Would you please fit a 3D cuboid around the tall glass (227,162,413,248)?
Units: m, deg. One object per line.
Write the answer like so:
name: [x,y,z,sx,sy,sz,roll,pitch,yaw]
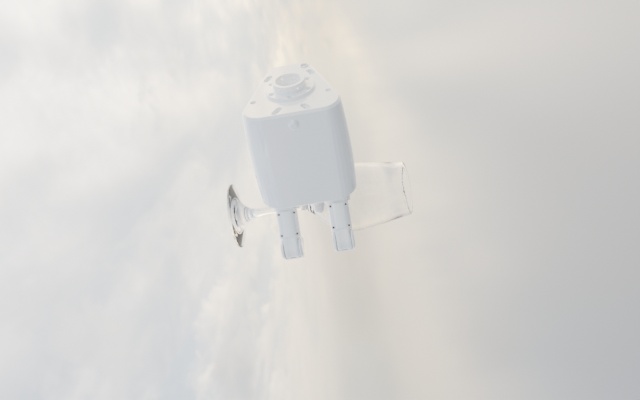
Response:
tall glass: [-0.001,0.002,0.548,0.201,0.079,0.079,-9,0,2]
